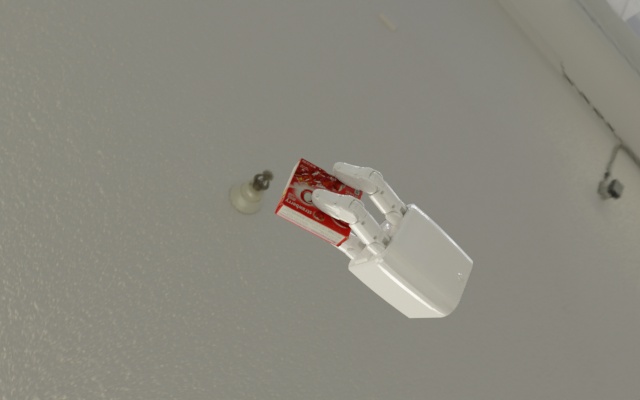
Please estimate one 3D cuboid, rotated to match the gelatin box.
[{"bbox_3d":[0.000,0.002,0.563,0.089,0.073,0.030,28,-37,-10],"label":"gelatin box"}]
